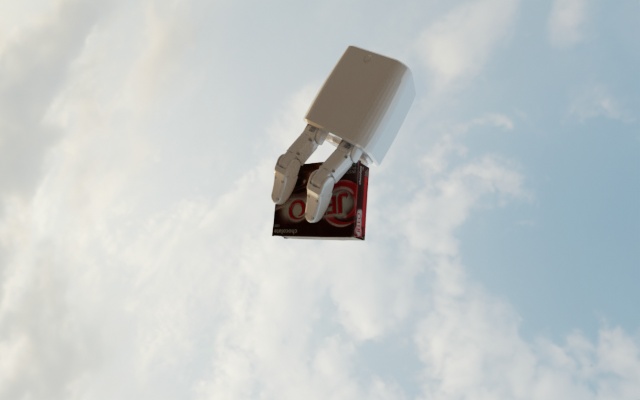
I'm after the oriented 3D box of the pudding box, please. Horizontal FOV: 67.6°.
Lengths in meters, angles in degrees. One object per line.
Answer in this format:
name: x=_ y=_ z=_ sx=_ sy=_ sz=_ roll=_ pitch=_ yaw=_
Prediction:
pudding box: x=0.000 y=0.002 z=0.570 sx=0.113 sy=0.090 sz=0.039 roll=-3 pitch=-14 yaw=31
